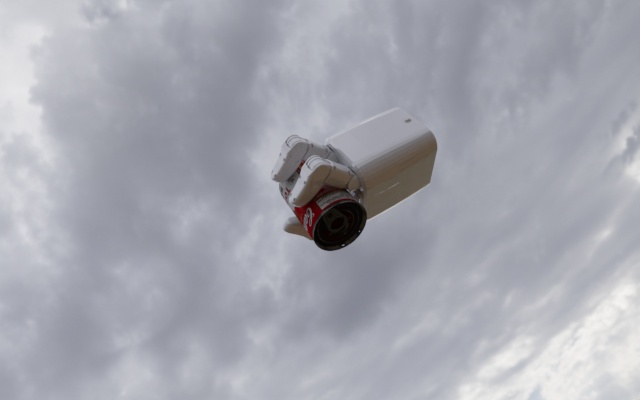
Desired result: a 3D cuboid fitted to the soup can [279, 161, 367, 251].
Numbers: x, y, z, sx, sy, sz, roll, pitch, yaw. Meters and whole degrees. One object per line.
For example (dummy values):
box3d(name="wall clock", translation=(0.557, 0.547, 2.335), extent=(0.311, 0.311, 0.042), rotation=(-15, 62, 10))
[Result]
box3d(name="soup can", translation=(0.000, 0.002, 0.565), extent=(0.068, 0.068, 0.102), rotation=(0, 33, -32))
